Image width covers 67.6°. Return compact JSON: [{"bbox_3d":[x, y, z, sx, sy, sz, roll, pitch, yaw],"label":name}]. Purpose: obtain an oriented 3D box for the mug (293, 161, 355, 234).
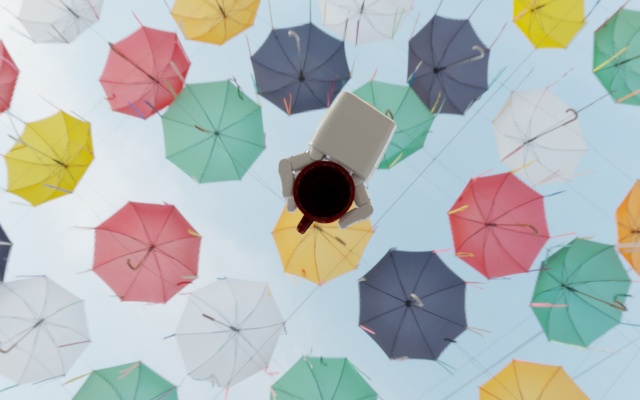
[{"bbox_3d":[-0.001,0.004,0.747,0.093,0.117,0.081,30,-7,6],"label":"mug"}]
